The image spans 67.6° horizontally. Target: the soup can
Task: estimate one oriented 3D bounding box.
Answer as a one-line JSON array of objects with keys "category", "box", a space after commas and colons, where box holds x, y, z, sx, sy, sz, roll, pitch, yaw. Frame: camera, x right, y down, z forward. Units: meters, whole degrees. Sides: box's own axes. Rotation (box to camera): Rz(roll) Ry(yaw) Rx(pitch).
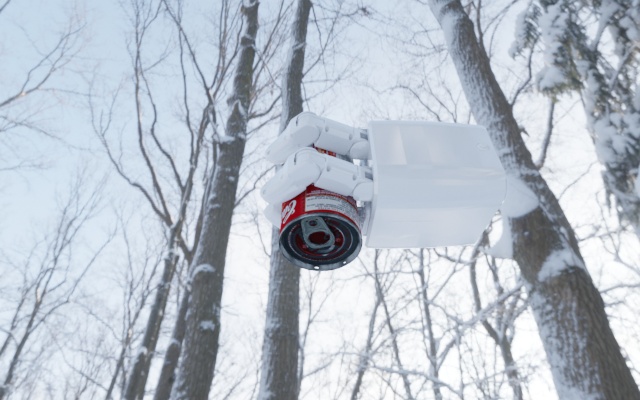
[{"category": "soup can", "box": [0.000, 0.001, 0.421, 0.068, 0.069, 0.102, 0, 43, 0]}]
